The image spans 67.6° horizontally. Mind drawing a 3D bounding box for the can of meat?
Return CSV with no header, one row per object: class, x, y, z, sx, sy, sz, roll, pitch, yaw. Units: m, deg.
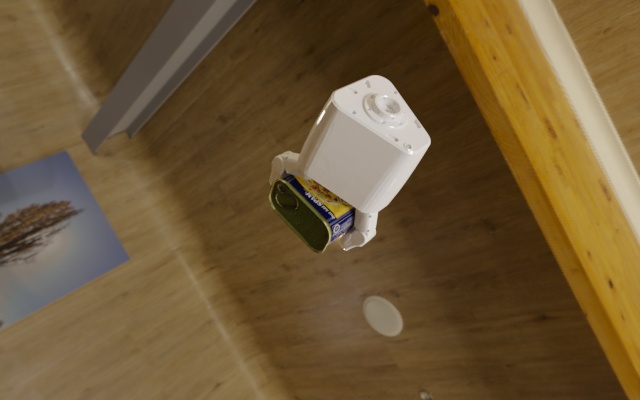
can of meat,0.000,0.002,0.600,0.084,0.102,0.057,-32,-21,-37
